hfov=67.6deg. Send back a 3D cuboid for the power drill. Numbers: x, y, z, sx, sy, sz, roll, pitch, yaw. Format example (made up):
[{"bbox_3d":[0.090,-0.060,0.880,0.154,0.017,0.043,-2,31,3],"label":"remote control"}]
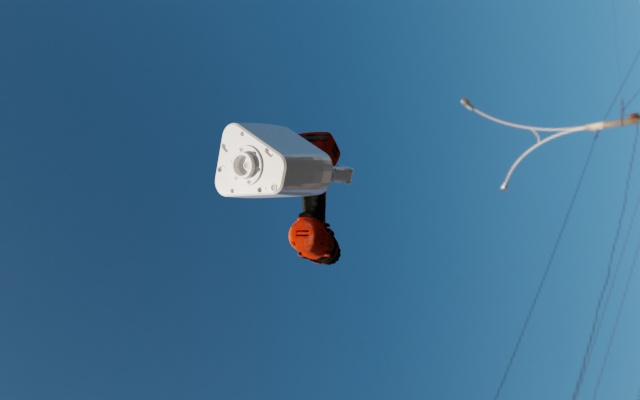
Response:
[{"bbox_3d":[0.000,0.002,0.735,0.057,0.187,0.184,-3,-15,11],"label":"power drill"}]
